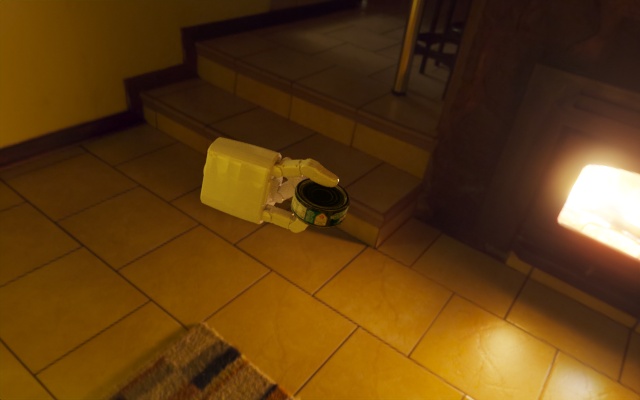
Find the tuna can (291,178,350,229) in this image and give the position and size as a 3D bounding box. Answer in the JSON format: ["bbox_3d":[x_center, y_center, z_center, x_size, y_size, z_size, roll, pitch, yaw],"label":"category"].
[{"bbox_3d":[0.000,0.002,0.720,0.086,0.034,0.086,10,36,-8],"label":"tuna can"}]
